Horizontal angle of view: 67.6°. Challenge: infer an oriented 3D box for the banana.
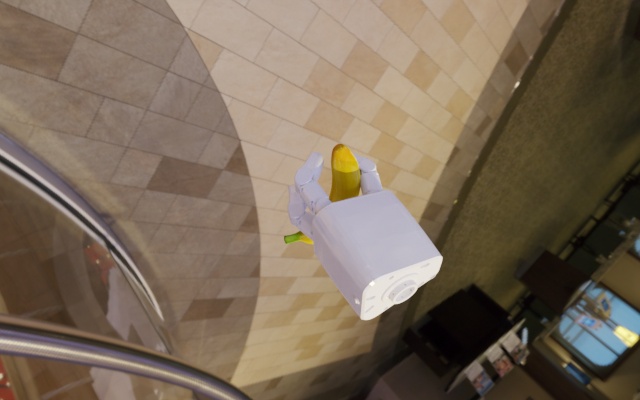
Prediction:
[{"bbox_3d":[0.015,0.004,0.631,0.069,0.037,0.198,-1,-40,-29],"label":"banana"}]
